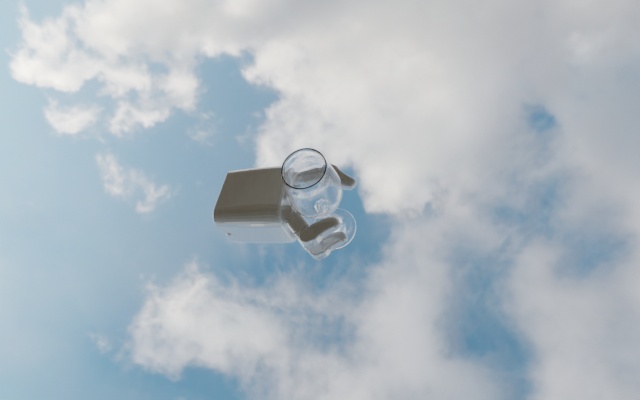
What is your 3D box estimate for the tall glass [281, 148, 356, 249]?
[{"bbox_3d":[0.000,0.003,0.702,0.079,0.079,0.201,0,-26,14],"label":"tall glass"}]
